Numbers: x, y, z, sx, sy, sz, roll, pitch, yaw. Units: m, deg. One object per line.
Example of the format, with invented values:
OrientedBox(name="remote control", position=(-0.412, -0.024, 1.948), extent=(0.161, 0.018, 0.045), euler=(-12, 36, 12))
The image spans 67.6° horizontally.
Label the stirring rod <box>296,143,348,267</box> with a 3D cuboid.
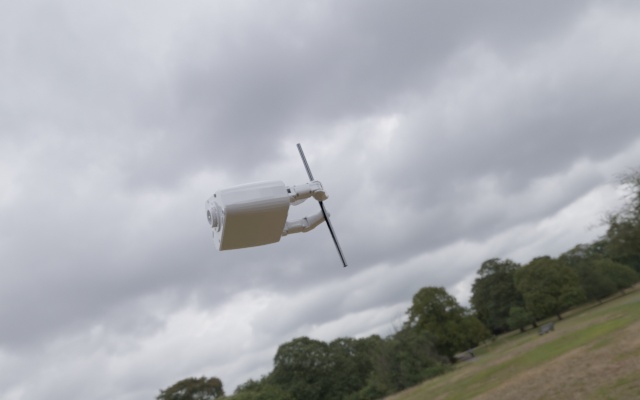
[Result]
OrientedBox(name="stirring rod", position=(0.000, 0.003, 0.819), extent=(0.011, 0.239, 0.011), euler=(-18, -22, -8))
